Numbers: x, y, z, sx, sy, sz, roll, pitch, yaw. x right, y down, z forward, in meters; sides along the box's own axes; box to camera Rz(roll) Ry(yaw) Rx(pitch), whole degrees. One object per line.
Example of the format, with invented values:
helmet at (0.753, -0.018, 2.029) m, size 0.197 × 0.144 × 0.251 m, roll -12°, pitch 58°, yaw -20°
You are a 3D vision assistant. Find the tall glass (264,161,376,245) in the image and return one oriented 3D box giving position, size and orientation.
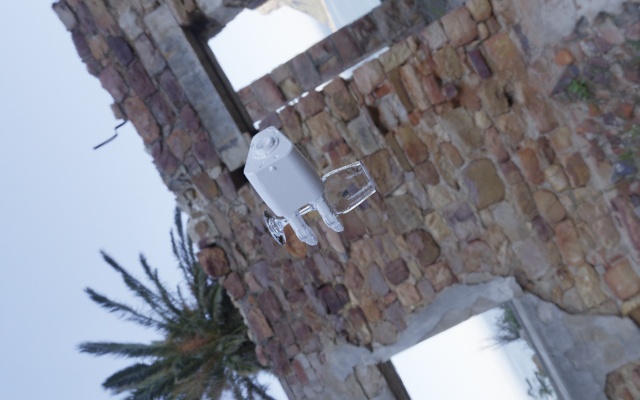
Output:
tall glass at (0.000, 0.003, 0.873) m, size 0.201 × 0.079 × 0.079 m, roll -29°, pitch -5°, yaw 9°
